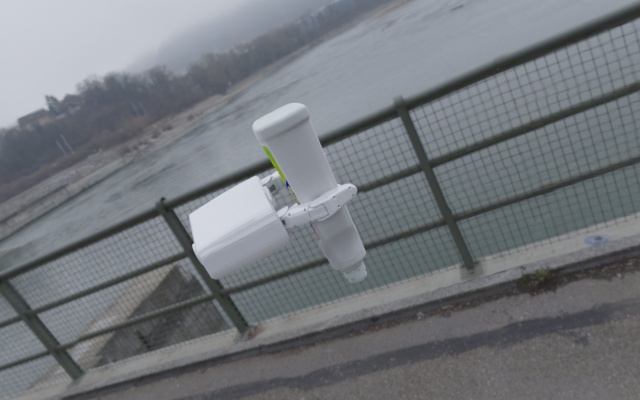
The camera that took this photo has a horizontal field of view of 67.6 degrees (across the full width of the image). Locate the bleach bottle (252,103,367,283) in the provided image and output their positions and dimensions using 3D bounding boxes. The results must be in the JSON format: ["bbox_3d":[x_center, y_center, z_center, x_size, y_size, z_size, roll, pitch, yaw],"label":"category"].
[{"bbox_3d":[0.000,0.002,0.614,0.068,0.251,0.102,-29,18,-5],"label":"bleach bottle"}]
